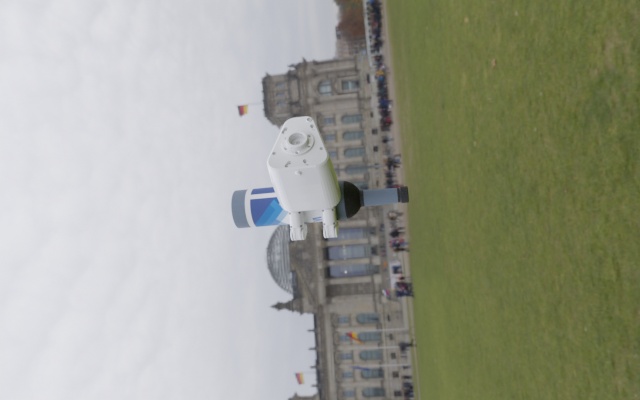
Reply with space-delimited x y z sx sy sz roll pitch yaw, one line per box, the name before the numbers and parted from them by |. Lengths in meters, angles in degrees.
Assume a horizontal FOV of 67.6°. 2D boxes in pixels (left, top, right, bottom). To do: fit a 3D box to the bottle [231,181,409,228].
bottle | 0.000 0.003 0.812 0.296 0.069 0.069 -5 -1 8
